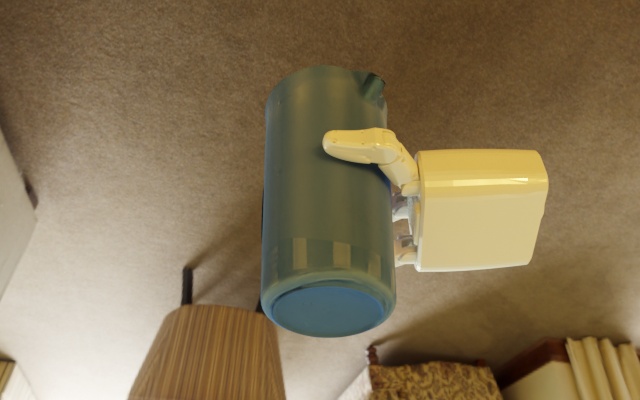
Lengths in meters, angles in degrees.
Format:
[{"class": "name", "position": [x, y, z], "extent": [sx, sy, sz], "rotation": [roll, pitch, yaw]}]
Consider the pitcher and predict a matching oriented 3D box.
[{"class": "pitcher", "position": [0.000, 0.001, 0.455], "extent": [0.145, 0.242, 0.149], "rotation": [-3, -40, 4]}]
